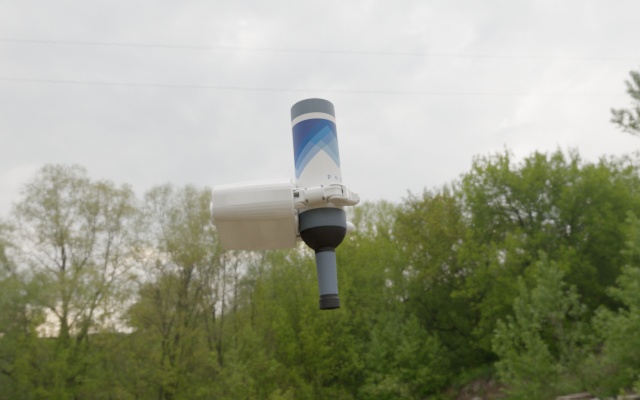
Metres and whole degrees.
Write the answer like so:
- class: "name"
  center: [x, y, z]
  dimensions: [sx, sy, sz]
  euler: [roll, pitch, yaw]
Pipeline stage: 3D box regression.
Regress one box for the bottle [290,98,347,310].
- class: "bottle"
  center: [0.000, 0.002, 0.669]
  dimensions: [0.069, 0.295, 0.069]
  euler: [-5, -18, -2]
